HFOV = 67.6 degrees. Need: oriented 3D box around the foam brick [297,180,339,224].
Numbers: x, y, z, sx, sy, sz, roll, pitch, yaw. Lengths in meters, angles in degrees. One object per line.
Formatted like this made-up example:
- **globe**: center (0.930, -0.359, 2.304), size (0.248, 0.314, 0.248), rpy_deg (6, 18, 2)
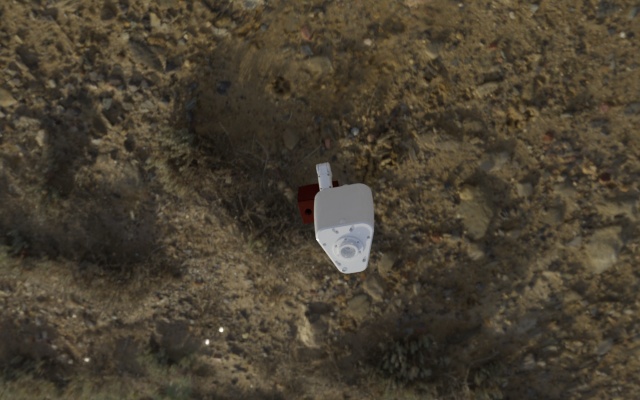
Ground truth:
- **foam brick**: center (0.000, 0.003, 0.878), size (0.078, 0.053, 0.051), rpy_deg (-10, 35, 8)
